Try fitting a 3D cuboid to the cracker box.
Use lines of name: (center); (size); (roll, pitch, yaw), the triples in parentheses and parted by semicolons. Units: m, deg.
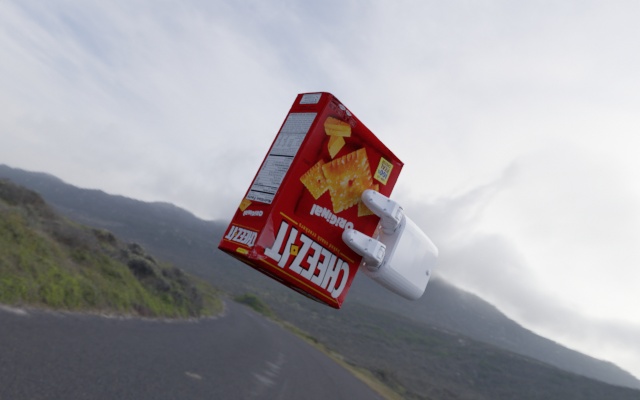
cracker box: (0.000, 0.002, 0.583); (0.072, 0.213, 0.164); (9, -22, 48)
